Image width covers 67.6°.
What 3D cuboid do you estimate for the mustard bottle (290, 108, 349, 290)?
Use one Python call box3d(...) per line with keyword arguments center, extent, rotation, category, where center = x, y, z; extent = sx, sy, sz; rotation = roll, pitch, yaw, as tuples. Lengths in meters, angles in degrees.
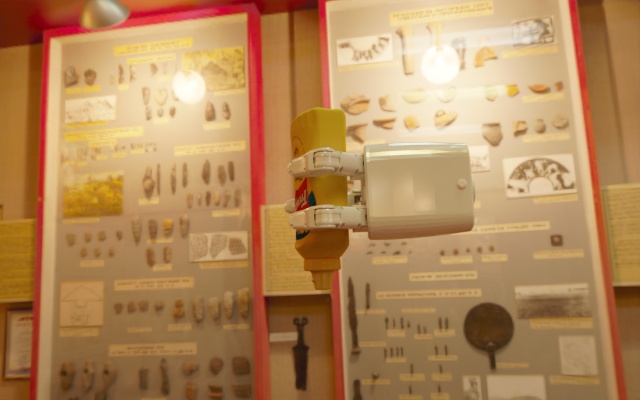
box3d(center=(0.000, 0.001, 0.531), extent=(0.058, 0.191, 0.096), rotation=(0, -8, -20), category="mustard bottle")
